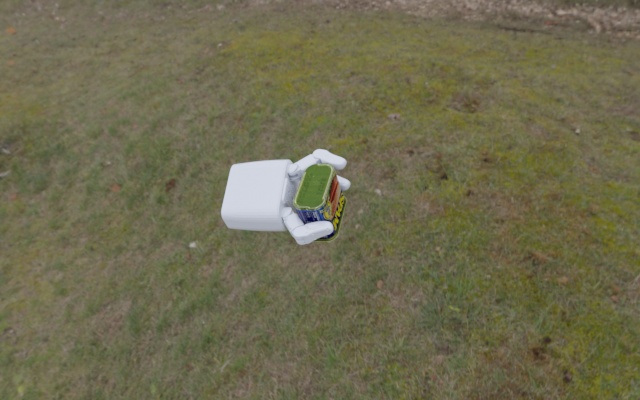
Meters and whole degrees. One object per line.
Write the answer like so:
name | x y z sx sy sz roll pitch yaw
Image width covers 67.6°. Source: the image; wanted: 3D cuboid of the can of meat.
can of meat | 0.000 0.002 0.767 0.057 0.102 0.084 1 -41 21
